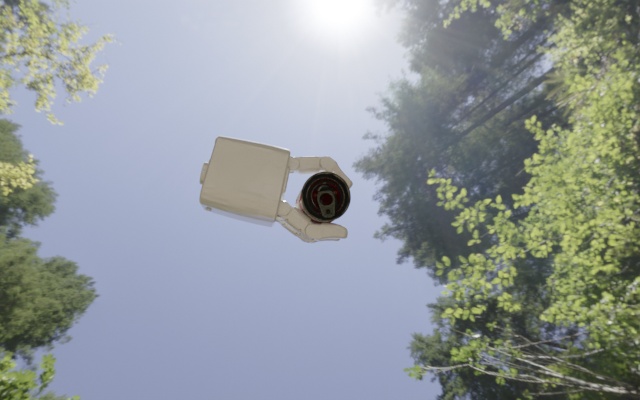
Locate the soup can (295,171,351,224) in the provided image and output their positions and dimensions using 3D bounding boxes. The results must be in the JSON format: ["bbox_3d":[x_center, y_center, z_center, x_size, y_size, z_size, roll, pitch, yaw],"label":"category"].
[{"bbox_3d":[0.001,0.002,0.690,0.068,0.068,0.102,0,-9,-9],"label":"soup can"}]
